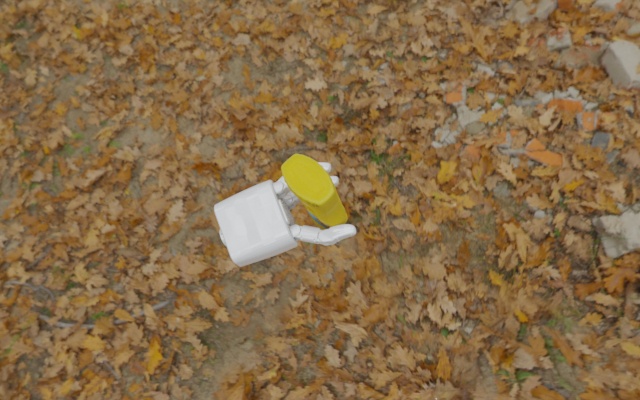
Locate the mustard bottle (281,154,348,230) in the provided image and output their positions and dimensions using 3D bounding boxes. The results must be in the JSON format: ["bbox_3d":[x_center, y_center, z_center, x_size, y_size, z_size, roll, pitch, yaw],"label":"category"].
[{"bbox_3d":[0.000,0.002,0.775,0.096,0.058,0.192,43,-7,25],"label":"mustard bottle"}]
